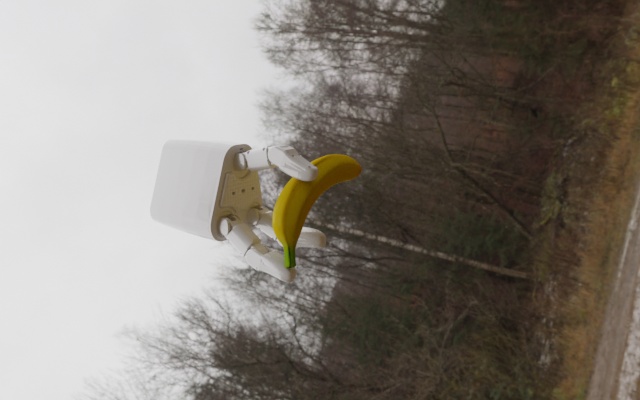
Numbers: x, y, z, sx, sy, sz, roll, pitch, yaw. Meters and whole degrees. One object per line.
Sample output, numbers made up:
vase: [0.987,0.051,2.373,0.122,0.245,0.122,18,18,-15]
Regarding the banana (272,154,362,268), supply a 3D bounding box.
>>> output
banana: [-0.005,-0.011,0.558,0.037,0.070,0.197,8,39,29]
